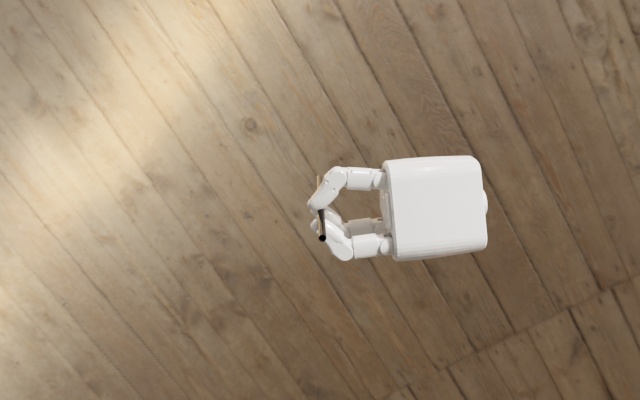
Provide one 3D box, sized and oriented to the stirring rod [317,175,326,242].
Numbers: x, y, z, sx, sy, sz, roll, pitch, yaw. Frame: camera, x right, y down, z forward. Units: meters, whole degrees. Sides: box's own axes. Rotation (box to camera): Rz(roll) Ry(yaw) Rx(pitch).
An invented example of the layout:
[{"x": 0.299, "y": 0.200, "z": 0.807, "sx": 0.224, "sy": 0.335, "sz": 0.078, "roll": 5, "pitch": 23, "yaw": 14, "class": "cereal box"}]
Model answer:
[{"x": 0.000, "y": 0.002, "z": 0.595, "sx": 0.011, "sy": 0.011, "sz": 0.239, "roll": 0, "pitch": 17, "yaw": -1, "class": "stirring rod"}]
